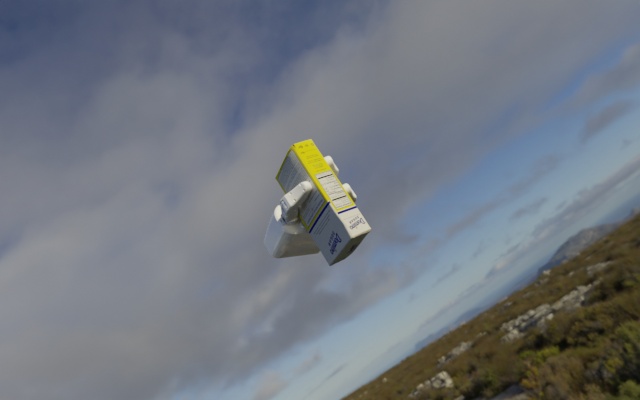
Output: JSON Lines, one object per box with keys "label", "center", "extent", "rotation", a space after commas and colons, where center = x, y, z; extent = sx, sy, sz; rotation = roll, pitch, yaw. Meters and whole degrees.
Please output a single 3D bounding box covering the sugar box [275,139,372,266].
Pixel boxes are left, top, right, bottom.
{"label": "sugar box", "center": [0.000, 0.002, 0.736], "extent": [0.048, 0.176, 0.093], "rotation": [-22, -22, -34]}
